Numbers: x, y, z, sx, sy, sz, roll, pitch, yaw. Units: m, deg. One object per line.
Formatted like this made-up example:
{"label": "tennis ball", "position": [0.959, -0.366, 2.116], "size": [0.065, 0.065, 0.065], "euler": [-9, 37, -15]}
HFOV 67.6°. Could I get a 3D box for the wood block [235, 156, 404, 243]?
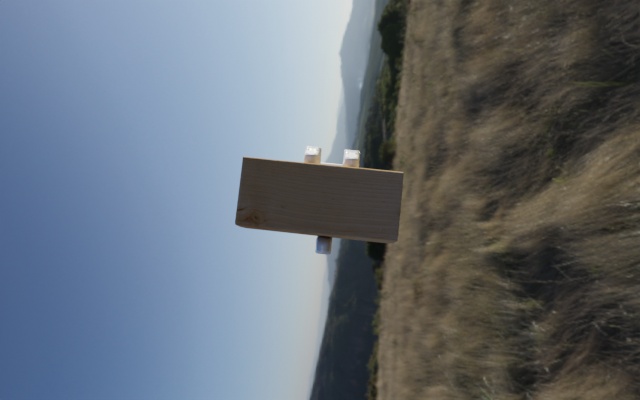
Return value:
{"label": "wood block", "position": [0.000, 0.002, 0.644], "size": [0.206, 0.091, 0.090], "euler": [5, -7, 2]}
